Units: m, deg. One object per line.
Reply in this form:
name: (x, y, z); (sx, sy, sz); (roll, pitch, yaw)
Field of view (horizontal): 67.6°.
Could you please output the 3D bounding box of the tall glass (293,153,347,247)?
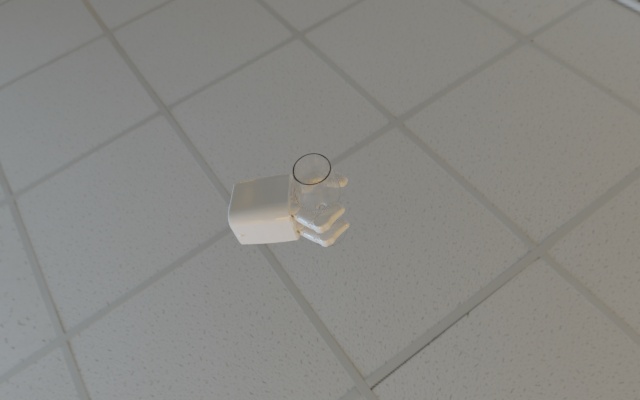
tall glass: (0.000, 0.003, 0.833); (0.079, 0.079, 0.201); (0, -32, 9)
